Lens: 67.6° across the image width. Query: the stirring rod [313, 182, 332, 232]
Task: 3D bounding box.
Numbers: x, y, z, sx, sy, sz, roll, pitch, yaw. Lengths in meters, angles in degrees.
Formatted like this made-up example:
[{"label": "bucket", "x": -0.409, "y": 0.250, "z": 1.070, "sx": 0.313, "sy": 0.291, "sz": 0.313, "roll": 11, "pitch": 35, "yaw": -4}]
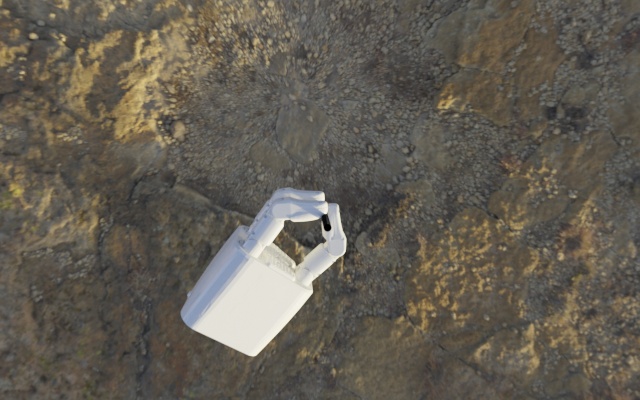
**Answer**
[{"label": "stirring rod", "x": 0.000, "y": 0.002, "z": 0.582, "sx": 0.011, "sy": 0.011, "sz": 0.239, "roll": 0, "pitch": 12, "yaw": -3}]
